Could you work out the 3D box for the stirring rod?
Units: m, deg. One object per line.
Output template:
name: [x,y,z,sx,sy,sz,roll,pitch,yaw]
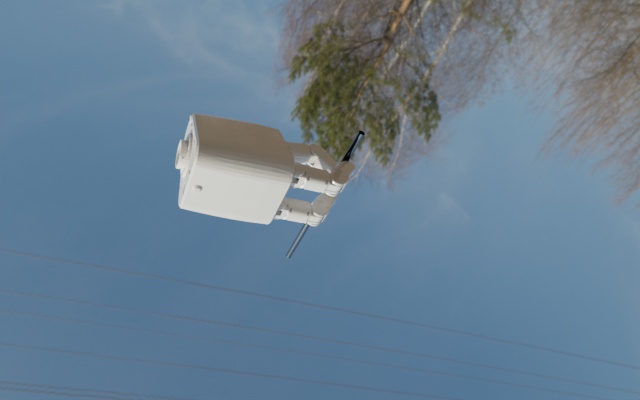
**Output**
stirring rod: [0.000,0.002,0.627,0.011,0.011,0.240,0,-42,-32]
